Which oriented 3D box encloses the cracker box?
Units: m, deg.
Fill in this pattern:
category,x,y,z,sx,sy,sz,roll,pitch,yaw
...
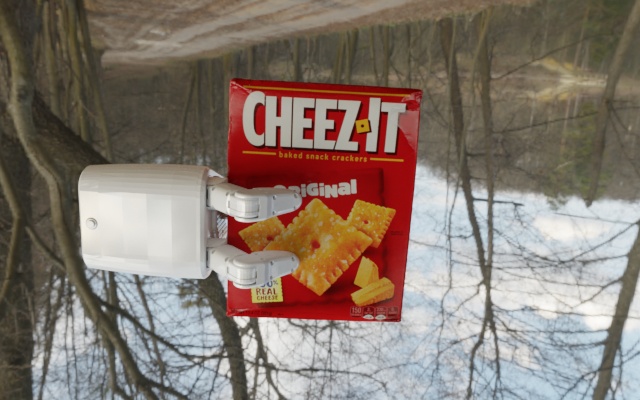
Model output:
category,x,y,z,sx,sy,sz,roll,pitch,yaw
cracker box,0.000,0.002,0.440,0.164,0.214,0.072,3,13,0
